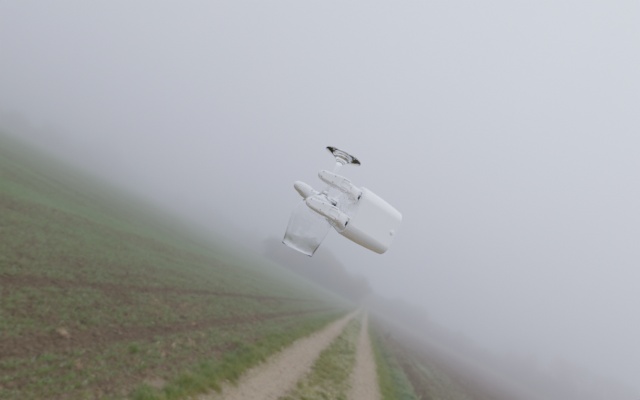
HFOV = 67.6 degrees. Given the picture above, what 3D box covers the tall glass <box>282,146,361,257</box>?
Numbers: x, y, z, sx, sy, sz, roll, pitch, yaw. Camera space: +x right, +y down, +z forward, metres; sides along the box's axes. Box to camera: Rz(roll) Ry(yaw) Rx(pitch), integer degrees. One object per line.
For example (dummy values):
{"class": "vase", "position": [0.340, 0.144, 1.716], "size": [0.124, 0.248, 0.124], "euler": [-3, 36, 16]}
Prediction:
{"class": "tall glass", "position": [0.000, 0.002, 0.898], "size": [0.079, 0.201, 0.079], "euler": [26, -8, 4]}
